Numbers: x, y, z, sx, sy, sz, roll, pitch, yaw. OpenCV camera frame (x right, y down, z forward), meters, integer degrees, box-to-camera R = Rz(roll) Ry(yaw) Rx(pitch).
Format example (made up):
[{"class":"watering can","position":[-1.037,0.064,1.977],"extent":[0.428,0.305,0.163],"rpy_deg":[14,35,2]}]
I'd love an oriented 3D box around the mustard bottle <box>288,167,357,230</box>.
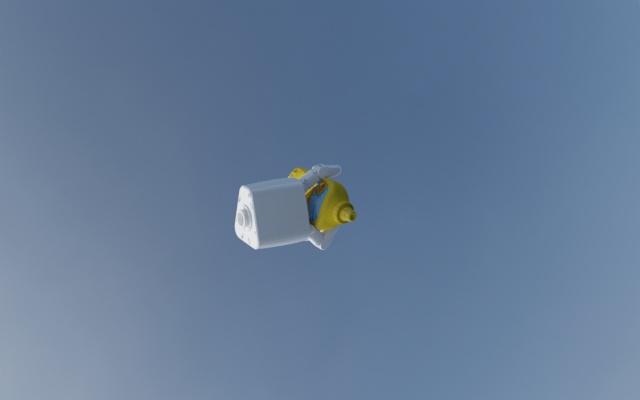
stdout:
[{"class":"mustard bottle","position":[0.000,0.003,0.898],"extent":[0.058,0.096,0.191],"rpy_deg":[20,2,-39]}]
